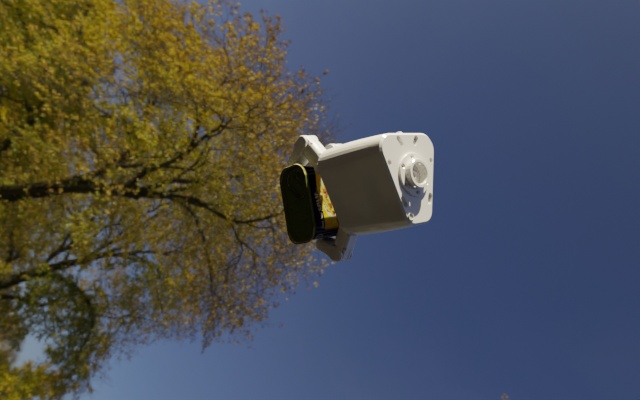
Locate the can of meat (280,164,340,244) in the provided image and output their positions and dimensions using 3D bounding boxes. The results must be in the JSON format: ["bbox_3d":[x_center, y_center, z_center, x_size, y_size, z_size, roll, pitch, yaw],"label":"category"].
[{"bbox_3d":[0.000,0.002,0.639,0.084,0.102,0.057,-6,-6,-39],"label":"can of meat"}]
